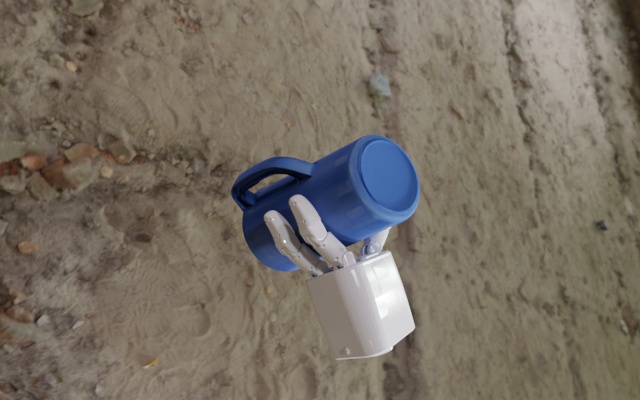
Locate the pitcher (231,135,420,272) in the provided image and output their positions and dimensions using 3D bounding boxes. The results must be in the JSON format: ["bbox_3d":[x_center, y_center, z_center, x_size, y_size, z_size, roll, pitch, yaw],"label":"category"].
[{"bbox_3d":[0.000,0.002,0.624,0.149,0.145,0.243,-12,-10,-40],"label":"pitcher"}]
